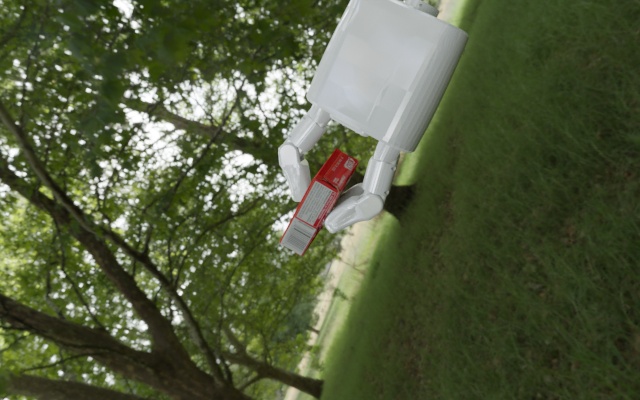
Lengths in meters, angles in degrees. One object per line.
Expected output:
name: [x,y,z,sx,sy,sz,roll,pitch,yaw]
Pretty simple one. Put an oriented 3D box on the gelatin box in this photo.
gelatin box: [0.000,0.002,0.475,0.030,0.089,0.073,31,31,2]
